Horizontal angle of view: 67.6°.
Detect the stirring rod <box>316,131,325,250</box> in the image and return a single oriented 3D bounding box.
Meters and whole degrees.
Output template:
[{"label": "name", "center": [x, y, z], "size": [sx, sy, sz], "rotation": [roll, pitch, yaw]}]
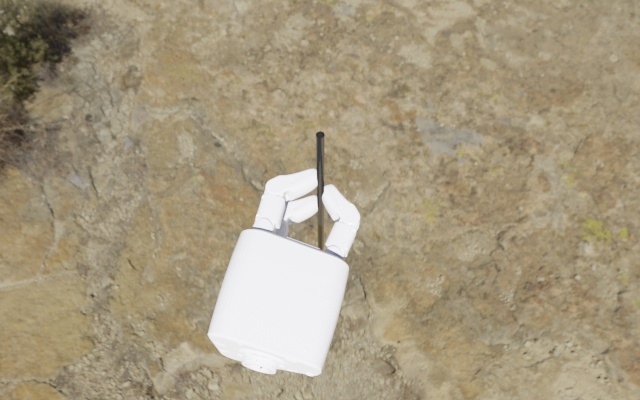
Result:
[{"label": "stirring rod", "center": [0.000, 0.002, 0.538], "size": [0.011, 0.011, 0.240], "rotation": [0, -31, 0]}]
